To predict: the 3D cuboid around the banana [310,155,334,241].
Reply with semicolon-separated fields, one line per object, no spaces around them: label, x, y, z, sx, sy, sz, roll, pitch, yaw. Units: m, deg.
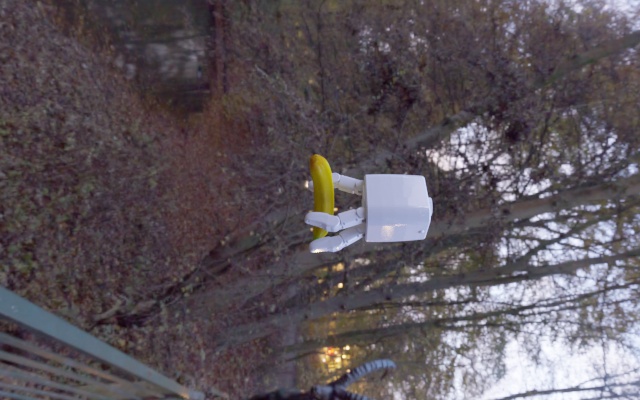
banana;0.003;-0.006;0.824;0.037;0.198;0.069;4;37;8
